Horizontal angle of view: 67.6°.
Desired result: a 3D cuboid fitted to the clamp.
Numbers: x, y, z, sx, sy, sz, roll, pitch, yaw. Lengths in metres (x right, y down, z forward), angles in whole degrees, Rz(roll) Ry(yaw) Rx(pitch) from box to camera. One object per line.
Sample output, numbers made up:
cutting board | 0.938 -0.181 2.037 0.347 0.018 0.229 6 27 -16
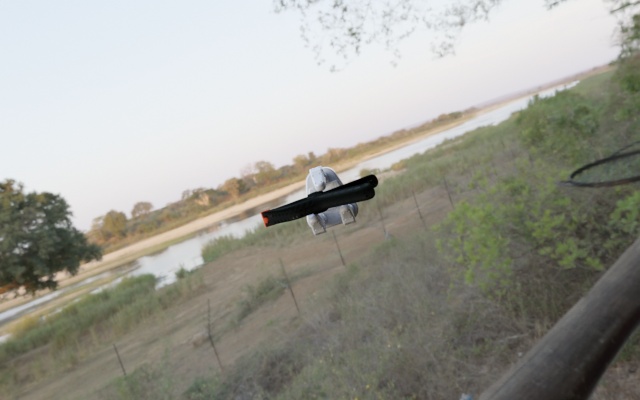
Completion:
clamp | -0.001 0.002 0.788 0.210 0.036 0.164 -18 4 4
